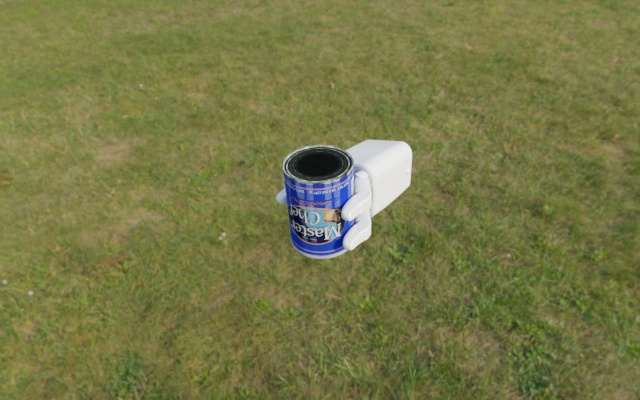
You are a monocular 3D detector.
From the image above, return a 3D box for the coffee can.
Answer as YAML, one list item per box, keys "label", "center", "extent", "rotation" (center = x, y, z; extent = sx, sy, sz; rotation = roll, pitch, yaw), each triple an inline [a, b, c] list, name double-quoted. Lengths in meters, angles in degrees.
- label: "coffee can"
  center: [0.000, 0.003, 0.718]
  extent: [0.103, 0.140, 0.102]
  rotation: [-3, 37, 2]
